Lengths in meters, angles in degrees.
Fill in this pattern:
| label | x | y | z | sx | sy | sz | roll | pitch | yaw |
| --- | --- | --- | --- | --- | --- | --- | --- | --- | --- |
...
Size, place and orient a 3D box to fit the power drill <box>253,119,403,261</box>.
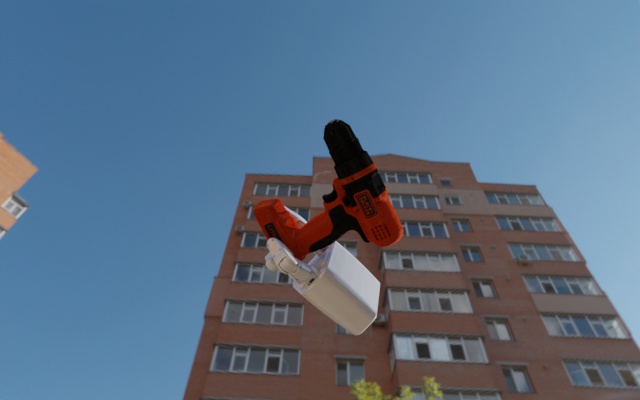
| label | x | y | z | sx | sy | sz | roll | pitch | yaw |
| --- | --- | --- | --- | --- | --- | --- | --- | --- | --- |
| power drill | 0.000 | 0.003 | 0.668 | 0.188 | 0.184 | 0.057 | -24 | 6 | 26 |
